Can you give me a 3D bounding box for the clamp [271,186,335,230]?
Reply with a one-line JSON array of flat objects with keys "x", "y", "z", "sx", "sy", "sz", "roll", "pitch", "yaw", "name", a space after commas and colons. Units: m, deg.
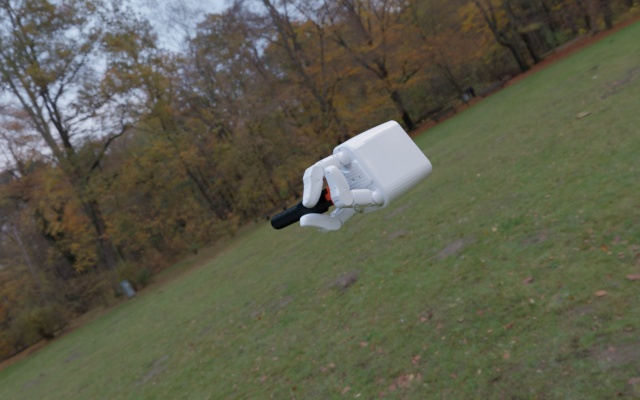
[{"x": 0.000, "y": 0.002, "z": 0.746, "sx": 0.120, "sy": 0.039, "sz": 0.171, "roll": -31, "pitch": 4, "yaw": -29, "name": "clamp"}]
